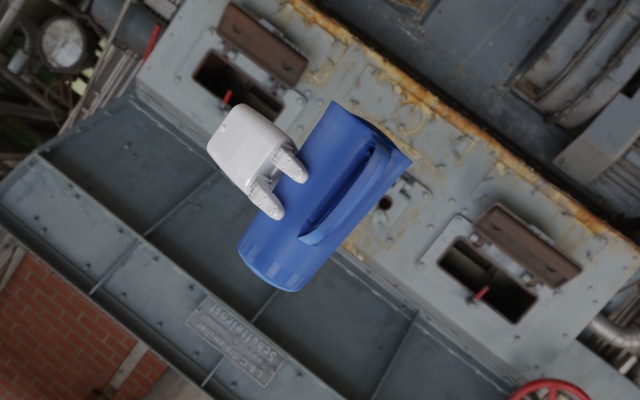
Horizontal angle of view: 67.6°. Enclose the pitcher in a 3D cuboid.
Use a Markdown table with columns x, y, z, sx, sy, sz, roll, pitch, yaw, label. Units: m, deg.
| x | y | z | sx | sy | sz | roll | pitch | yaw | label |
| --- | --- | --- | --- | --- | --- | --- | --- | --- | --- |
| 0.000 | 0.002 | 0.629 | 0.145 | 0.243 | 0.149 | 42 | 9 | 28 | pitcher |
